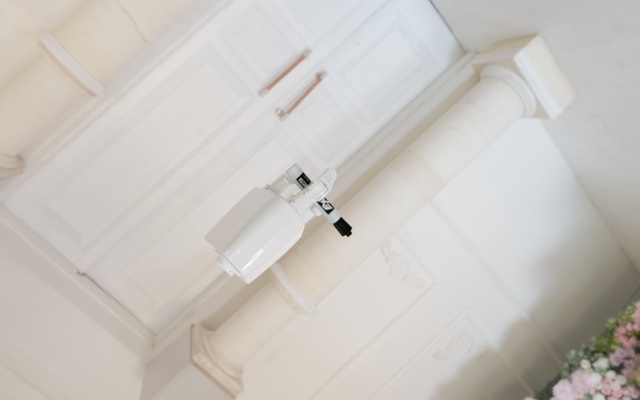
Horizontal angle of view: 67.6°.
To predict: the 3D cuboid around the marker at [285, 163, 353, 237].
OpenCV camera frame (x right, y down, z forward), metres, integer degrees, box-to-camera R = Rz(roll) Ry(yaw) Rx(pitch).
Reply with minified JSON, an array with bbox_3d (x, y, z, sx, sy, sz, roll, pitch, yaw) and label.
[{"bbox_3d":[0.000,0.002,0.633,0.020,0.121,0.020,-40,9,7],"label":"marker"}]
